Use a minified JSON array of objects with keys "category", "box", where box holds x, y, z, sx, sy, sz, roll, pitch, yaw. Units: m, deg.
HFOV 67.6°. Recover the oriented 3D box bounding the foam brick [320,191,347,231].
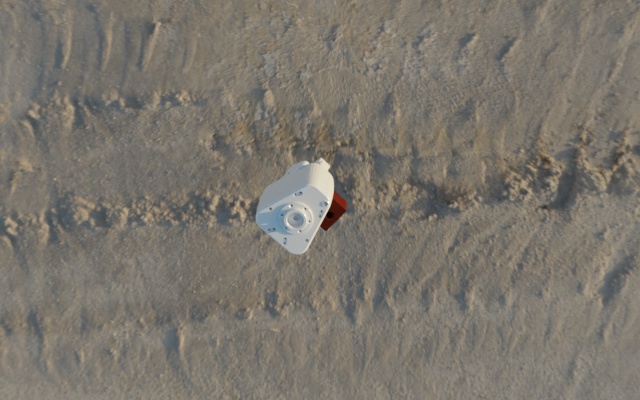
[{"category":"foam brick","box":[0.000,0.003,0.810,0.078,0.053,0.051,42,15,-12]}]
